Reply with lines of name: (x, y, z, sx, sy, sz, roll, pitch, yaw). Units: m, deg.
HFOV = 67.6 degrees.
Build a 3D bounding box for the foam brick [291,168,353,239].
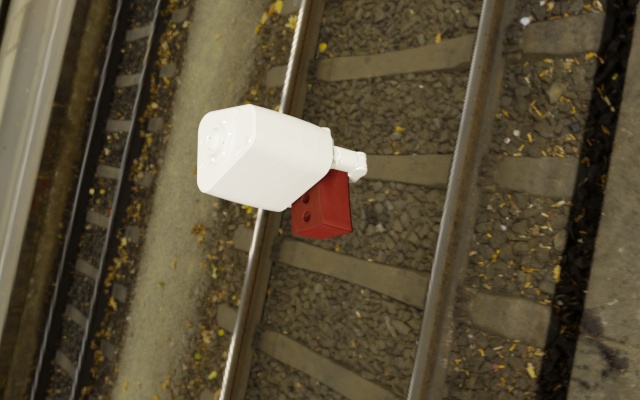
foam brick: (0.000, 0.002, 0.561, 0.053, 0.078, 0.051, -20, -24, 41)
